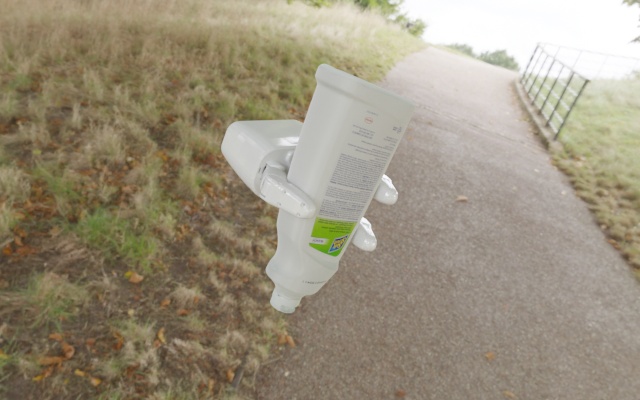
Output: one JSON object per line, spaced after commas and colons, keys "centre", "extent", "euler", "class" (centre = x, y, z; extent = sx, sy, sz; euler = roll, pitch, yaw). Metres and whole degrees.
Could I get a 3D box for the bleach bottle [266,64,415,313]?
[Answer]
{"centre": [0.000, 0.002, 0.480], "extent": [0.102, 0.251, 0.068], "euler": [11, 19, -39], "class": "bleach bottle"}
